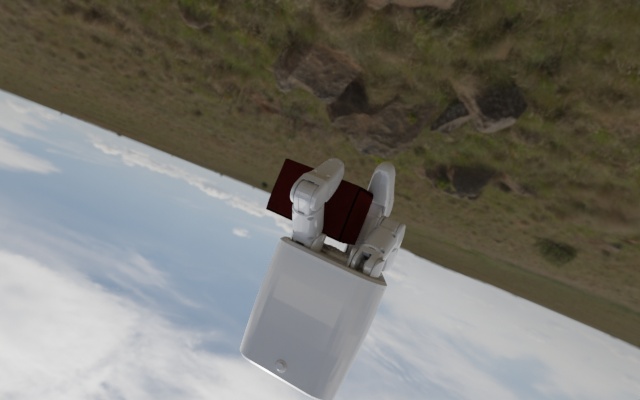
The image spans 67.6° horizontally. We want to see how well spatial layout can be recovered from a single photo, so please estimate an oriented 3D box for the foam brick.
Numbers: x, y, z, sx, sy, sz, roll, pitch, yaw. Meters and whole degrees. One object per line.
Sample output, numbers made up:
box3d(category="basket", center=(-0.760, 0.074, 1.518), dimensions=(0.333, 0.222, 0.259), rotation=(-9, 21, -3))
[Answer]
box3d(category="foam brick", center=(0.000, 0.001, 0.436), dimensions=(0.078, 0.051, 0.053), rotation=(23, 1, 22))
